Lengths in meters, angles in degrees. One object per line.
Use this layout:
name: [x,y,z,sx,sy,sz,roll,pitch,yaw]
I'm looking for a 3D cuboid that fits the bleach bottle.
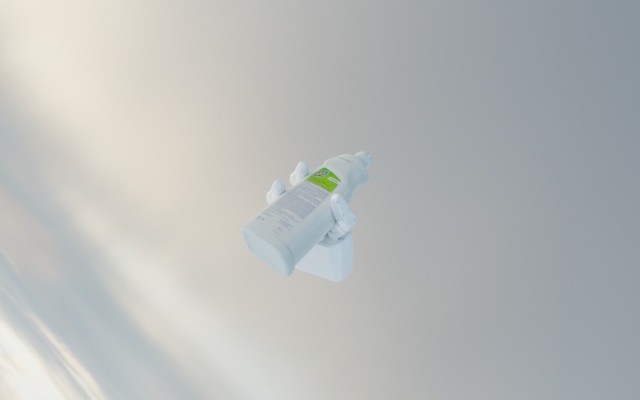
bleach bottle: [0.000,0.002,0.750,0.102,0.068,0.250,30,57,32]
